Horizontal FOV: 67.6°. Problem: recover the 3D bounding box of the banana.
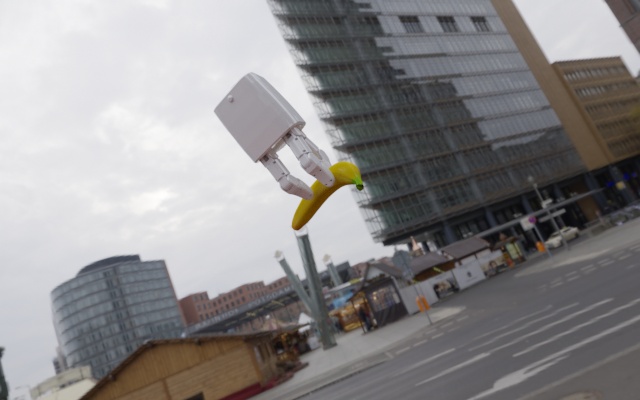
[{"bbox_3d":[0.007,-0.013,0.761,0.037,0.069,0.198,31,-35,-17],"label":"banana"}]
